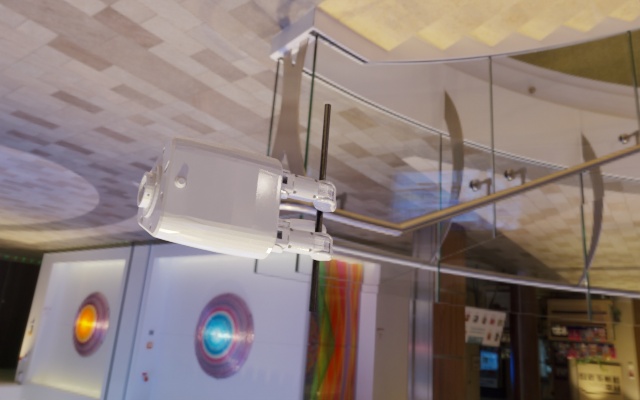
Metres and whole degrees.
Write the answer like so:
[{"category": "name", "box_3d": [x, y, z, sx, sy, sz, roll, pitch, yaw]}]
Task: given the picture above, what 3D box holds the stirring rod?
[{"category": "stirring rod", "box_3d": [0.000, 0.002, 0.536, 0.011, 0.239, 0.011, 4, -16, 1]}]
